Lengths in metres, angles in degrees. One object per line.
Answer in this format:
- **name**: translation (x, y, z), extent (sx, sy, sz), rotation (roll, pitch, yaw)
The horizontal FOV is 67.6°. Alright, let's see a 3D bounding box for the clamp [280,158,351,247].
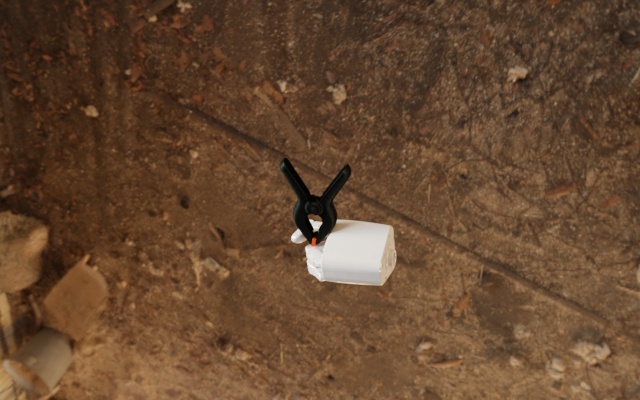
- **clamp**: translation (0.000, 0.003, 0.828), extent (0.120, 0.172, 0.039), rotation (2, 33, 19)
